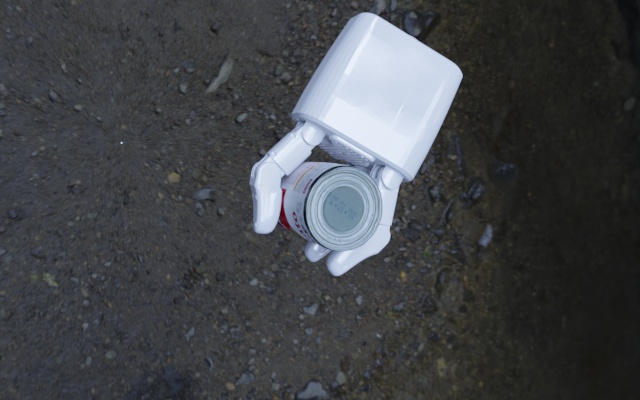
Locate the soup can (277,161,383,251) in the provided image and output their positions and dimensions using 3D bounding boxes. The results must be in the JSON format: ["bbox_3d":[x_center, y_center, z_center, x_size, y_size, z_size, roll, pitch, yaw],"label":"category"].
[{"bbox_3d":[0.000,0.002,0.405,0.068,0.068,0.102,0,6,-23],"label":"soup can"}]
